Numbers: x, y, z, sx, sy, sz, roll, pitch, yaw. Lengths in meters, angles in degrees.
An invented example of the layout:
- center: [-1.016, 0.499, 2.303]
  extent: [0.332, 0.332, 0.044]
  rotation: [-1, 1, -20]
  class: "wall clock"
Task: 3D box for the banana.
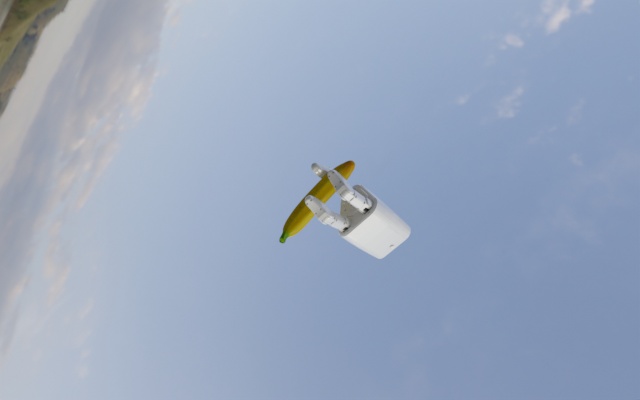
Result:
- center: [-0.007, 0.002, 0.892]
  extent: [0.037, 0.198, 0.069]
  rotation: [41, -1, -19]
  class: "banana"
